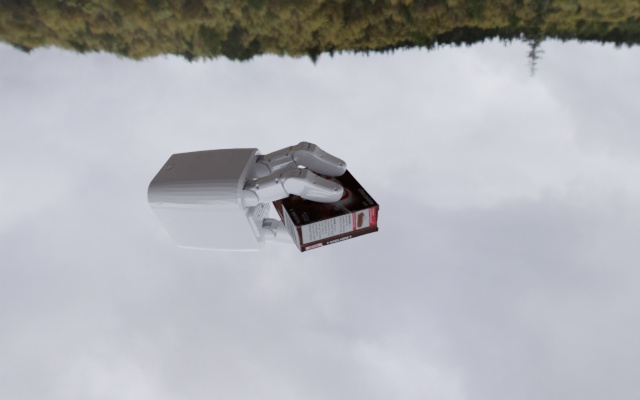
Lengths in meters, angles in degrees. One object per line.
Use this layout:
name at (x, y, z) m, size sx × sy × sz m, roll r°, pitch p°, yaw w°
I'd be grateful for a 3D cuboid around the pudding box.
pudding box at (0.000, 0.002, 0.519) m, size 0.090 × 0.039 × 0.113 m, roll -15°, pitch 36°, yaw -15°
